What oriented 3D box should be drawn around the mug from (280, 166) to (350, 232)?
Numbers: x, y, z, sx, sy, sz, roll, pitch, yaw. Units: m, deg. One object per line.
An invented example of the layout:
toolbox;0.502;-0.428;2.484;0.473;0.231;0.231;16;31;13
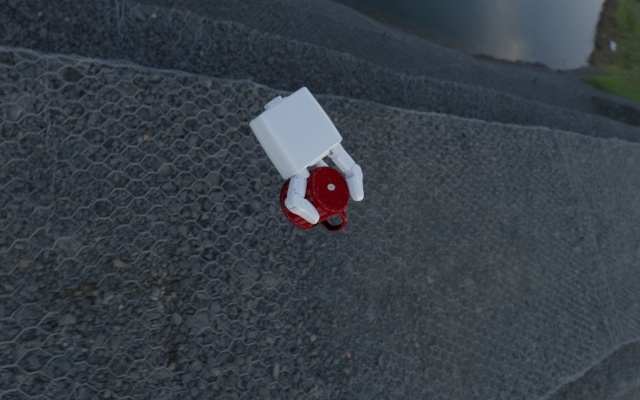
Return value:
mug;0.001;0.004;0.791;0.081;0.117;0.093;-25;14;47
